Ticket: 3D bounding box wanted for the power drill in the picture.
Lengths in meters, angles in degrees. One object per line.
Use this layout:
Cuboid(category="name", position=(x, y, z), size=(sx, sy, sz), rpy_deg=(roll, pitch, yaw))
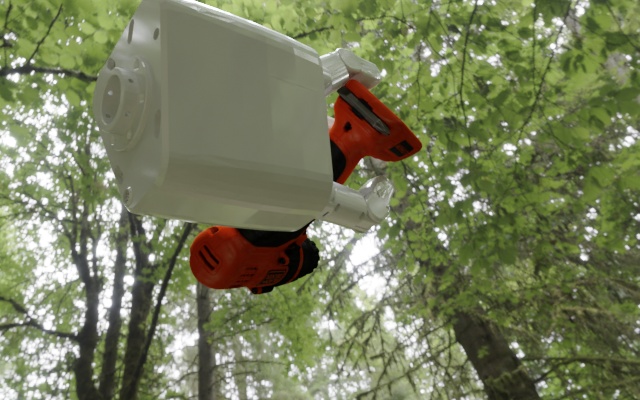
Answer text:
Cuboid(category="power drill", position=(0.000, 0.001, 0.402), size=(0.057, 0.188, 0.184), rpy_deg=(45, 10, 17))
